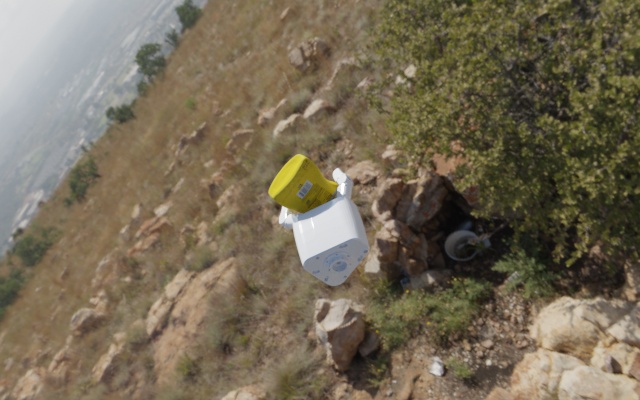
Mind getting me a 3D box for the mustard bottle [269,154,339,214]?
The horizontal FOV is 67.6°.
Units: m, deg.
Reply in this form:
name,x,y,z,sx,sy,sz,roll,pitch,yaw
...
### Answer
name,x,y,z,sx,sy,sz,roll,pitch,yaw
mustard bottle,0.000,0.003,0.900,0.192,0.096,0.058,38,-2,-34
